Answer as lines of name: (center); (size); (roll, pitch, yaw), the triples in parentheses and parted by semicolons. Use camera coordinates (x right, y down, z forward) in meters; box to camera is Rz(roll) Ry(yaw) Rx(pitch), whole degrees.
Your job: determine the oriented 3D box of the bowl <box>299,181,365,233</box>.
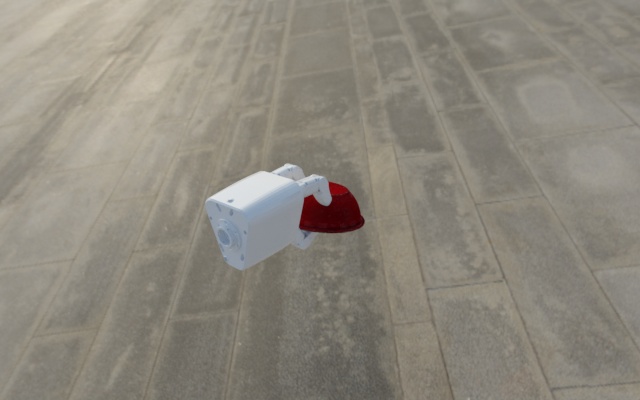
bowl: (0.001, 0.002, 0.826); (0.162, 0.055, 0.162); (6, 17, -2)
